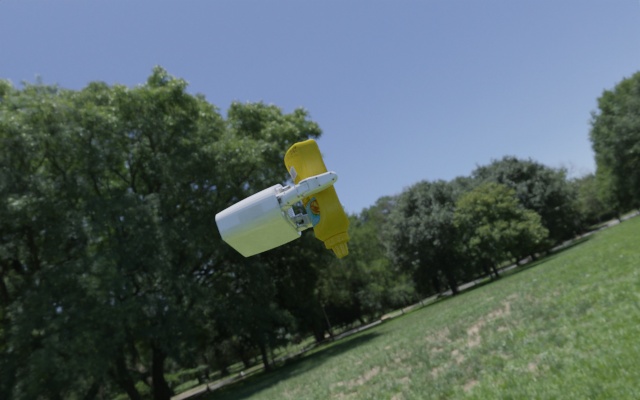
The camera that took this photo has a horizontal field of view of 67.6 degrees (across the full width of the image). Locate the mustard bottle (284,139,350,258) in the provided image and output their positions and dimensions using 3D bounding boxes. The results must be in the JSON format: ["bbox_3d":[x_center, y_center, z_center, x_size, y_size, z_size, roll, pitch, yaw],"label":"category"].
[{"bbox_3d":[0.000,0.002,0.782,0.058,0.191,0.096,-18,-14,-18],"label":"mustard bottle"}]
